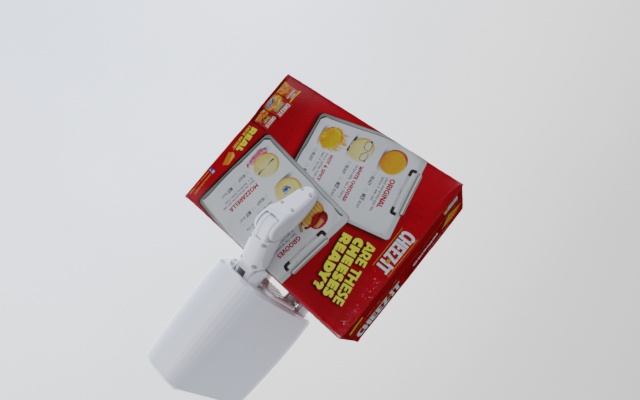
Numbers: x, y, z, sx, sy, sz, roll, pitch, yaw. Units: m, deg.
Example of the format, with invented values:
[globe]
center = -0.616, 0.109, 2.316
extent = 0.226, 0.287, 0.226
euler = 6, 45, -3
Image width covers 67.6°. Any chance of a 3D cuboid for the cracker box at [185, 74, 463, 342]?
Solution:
[cracker box]
center = 0.000, 0.001, 0.459
extent = 0.213, 0.164, 0.072
euler = 37, -4, 26
